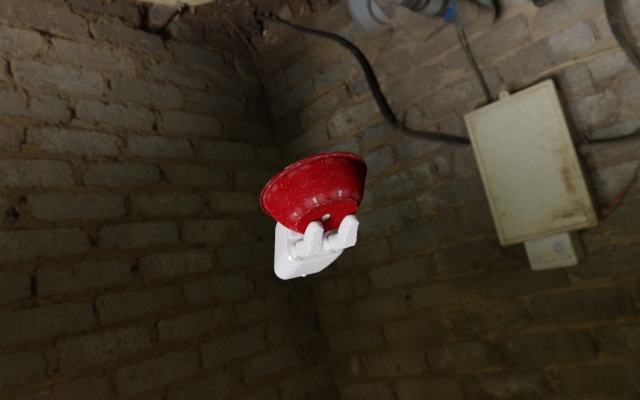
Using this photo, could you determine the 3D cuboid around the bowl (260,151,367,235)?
[{"bbox_3d":[0.000,0.002,0.670,0.162,0.055,0.162,-17,-28,-10],"label":"bowl"}]
